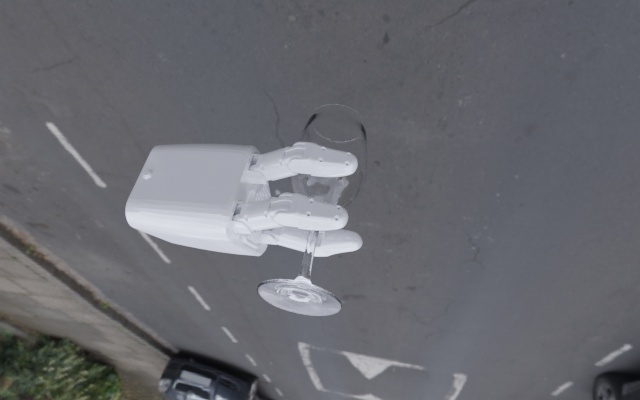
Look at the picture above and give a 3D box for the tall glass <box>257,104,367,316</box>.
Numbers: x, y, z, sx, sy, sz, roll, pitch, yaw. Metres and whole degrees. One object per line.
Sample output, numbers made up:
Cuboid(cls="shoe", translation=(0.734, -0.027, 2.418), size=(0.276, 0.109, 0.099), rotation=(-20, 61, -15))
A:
Cuboid(cls="tall glass", translation=(0.000, 0.002, 0.458), size=(0.079, 0.201, 0.079), rotation=(10, -31, 6))
